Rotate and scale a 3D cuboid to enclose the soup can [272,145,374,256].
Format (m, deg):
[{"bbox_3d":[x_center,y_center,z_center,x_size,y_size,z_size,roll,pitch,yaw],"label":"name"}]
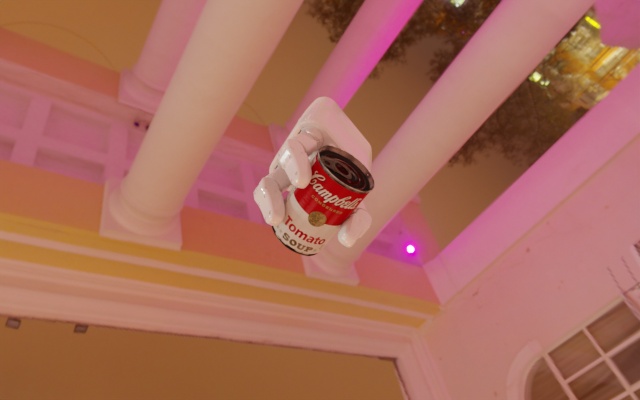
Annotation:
[{"bbox_3d":[0.000,0.002,0.506,0.068,0.068,0.102,0,-44,-47],"label":"soup can"}]
